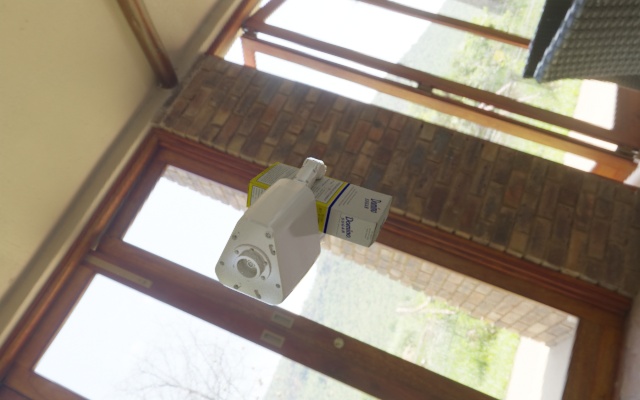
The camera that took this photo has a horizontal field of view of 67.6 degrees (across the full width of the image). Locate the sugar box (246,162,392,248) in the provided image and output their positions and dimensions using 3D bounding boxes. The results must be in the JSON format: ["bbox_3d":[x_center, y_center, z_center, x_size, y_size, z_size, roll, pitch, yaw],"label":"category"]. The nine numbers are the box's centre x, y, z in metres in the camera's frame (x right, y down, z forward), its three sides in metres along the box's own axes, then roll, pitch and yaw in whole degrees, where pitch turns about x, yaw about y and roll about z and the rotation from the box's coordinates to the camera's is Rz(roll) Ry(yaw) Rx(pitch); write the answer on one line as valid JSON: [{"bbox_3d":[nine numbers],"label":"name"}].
[{"bbox_3d":[0.000,0.003,0.644,0.176,0.048,0.093,20,28,13],"label":"sugar box"}]
